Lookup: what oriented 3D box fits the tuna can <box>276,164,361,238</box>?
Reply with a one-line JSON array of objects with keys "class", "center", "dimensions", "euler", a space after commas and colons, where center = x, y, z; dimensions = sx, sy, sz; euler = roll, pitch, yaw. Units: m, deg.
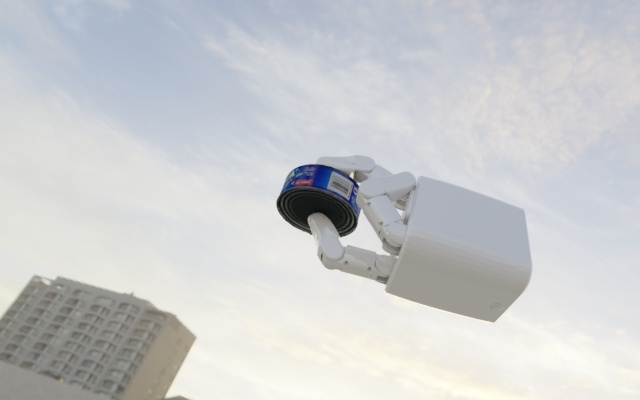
[{"class": "tuna can", "center": [0.000, 0.001, 0.492], "dimensions": [0.086, 0.033, 0.086], "euler": [12, -34, 8]}]
